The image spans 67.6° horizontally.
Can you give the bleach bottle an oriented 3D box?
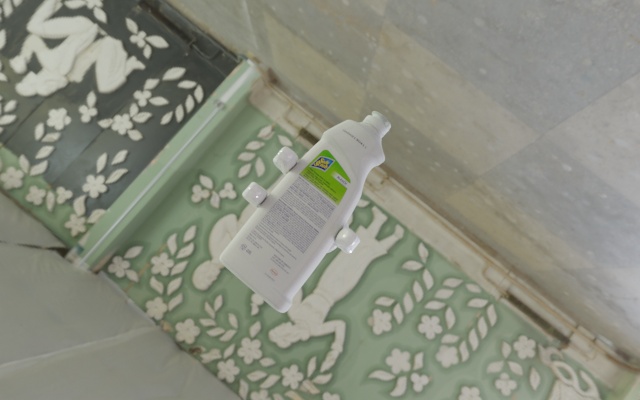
[{"bbox_3d":[0.000,0.002,0.561,0.102,0.251,0.068,40,-7,4],"label":"bleach bottle"}]
